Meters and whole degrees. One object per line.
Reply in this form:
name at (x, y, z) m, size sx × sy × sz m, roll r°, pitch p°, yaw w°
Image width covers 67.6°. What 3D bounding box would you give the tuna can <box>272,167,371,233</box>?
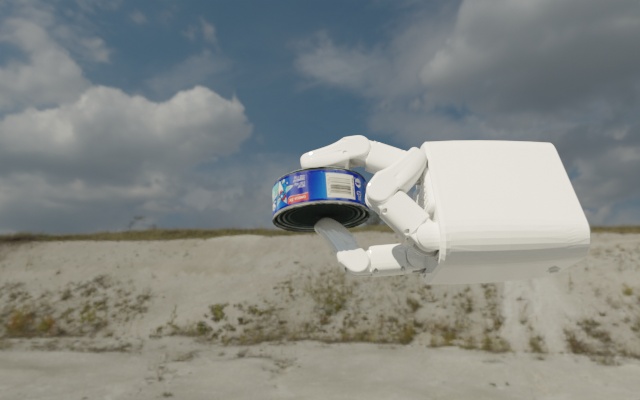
tuna can at (0.000, 0.001, 0.422) m, size 0.086 × 0.033 × 0.086 m, roll -3°, pitch -19°, yaw -1°
